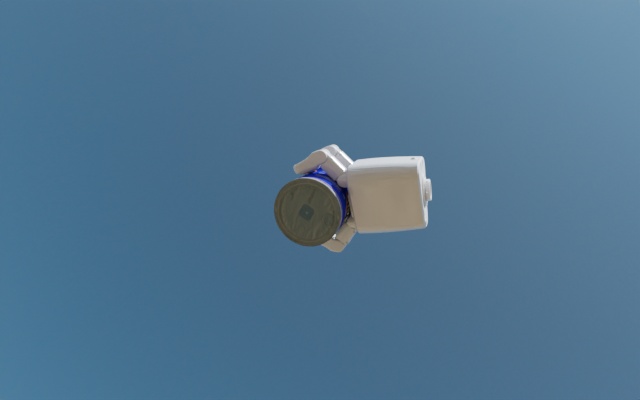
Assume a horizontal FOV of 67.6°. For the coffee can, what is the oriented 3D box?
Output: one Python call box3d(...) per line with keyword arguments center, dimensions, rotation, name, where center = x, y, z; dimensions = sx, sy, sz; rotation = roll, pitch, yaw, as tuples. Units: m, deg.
box3d(center=(0.000, 0.003, 0.752), dimensions=(0.103, 0.103, 0.140), rotation=(0, 13, 17), name="coffee can")
